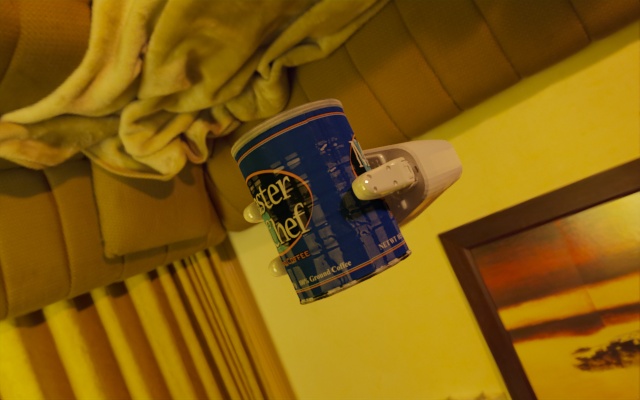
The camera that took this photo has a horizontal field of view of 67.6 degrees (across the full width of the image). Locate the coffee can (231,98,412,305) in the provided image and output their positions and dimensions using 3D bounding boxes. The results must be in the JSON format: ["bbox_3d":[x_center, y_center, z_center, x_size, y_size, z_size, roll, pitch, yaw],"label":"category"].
[{"bbox_3d":[0.000,0.001,0.402,0.103,0.140,0.103,-25,-4,-2],"label":"coffee can"}]
